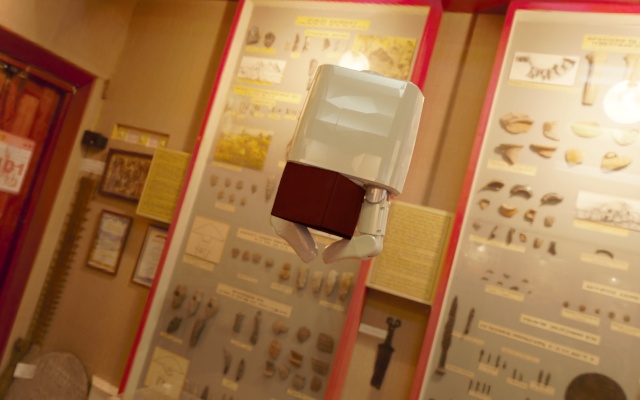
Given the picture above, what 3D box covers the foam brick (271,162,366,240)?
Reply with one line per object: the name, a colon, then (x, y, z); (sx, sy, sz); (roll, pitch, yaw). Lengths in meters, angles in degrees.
foam brick: (0.000, 0.001, 0.438); (0.053, 0.051, 0.078); (15, -4, 26)
